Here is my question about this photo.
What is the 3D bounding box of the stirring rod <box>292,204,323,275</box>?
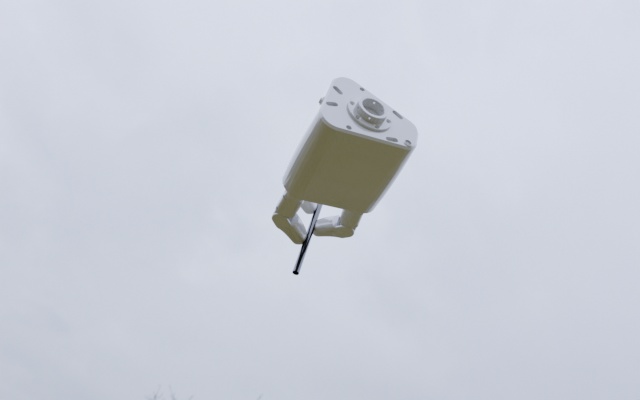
[{"bbox_3d":[0.000,0.002,0.630,0.011,0.011,0.239,0,42,19],"label":"stirring rod"}]
